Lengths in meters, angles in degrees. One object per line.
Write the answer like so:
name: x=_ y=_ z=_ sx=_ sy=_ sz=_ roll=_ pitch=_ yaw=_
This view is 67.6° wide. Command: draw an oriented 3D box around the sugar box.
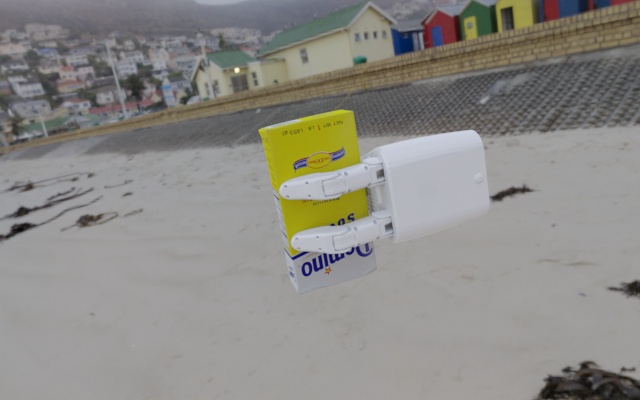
sugar box: x=0.000 y=0.002 z=0.500 sx=0.093 sy=0.176 sz=0.048 roll=-15 pitch=14 yaw=-13
